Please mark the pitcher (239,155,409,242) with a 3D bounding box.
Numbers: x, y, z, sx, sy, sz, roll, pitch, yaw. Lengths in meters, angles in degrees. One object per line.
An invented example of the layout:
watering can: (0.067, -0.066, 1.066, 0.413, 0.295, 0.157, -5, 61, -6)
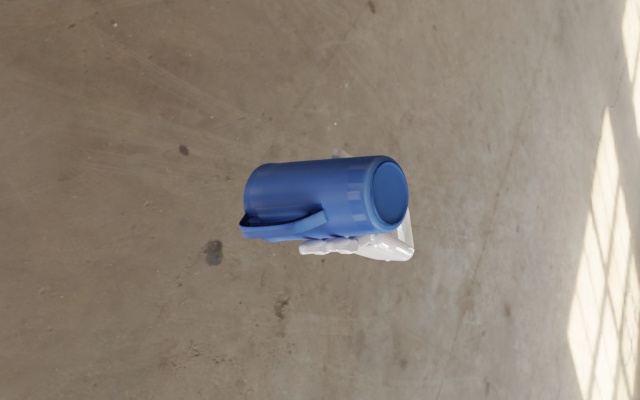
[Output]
pitcher: (0.000, 0.002, 0.723, 0.243, 0.149, 0.145, -4, -22, 42)
